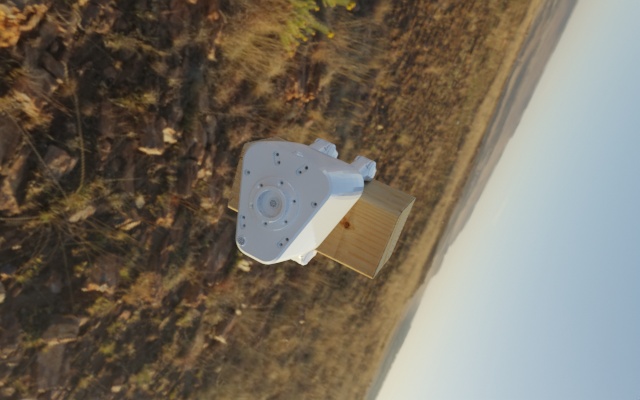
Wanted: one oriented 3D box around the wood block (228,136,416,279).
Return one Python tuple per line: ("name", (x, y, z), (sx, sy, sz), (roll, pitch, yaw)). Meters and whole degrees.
("wood block", (0.000, 0.002, 0.602), (0.206, 0.091, 0.090), (25, 22, 15))
